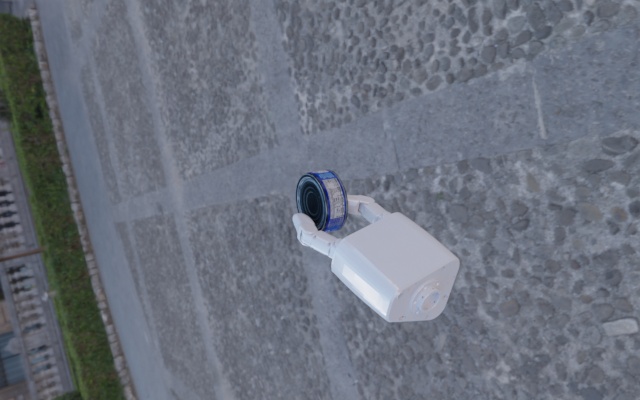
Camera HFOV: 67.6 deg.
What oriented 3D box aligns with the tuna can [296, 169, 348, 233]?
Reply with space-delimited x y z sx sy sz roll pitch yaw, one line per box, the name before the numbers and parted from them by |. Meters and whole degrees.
tuna can | 0.000 0.002 0.648 0.034 0.086 0.086 -10 5 -30
